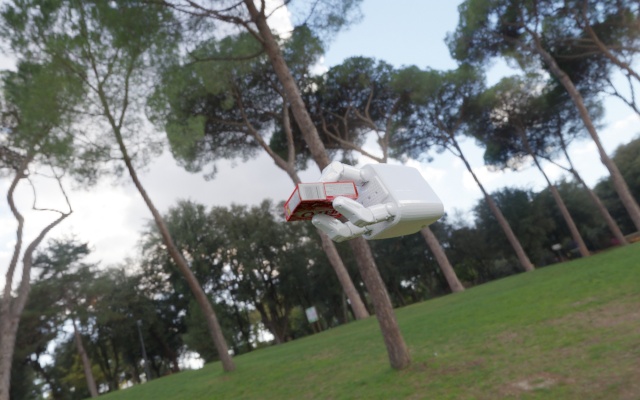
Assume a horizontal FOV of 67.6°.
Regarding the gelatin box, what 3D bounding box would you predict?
[{"bbox_3d":[0.000,0.002,0.688,0.089,0.030,0.073,-3,-24,-23],"label":"gelatin box"}]
